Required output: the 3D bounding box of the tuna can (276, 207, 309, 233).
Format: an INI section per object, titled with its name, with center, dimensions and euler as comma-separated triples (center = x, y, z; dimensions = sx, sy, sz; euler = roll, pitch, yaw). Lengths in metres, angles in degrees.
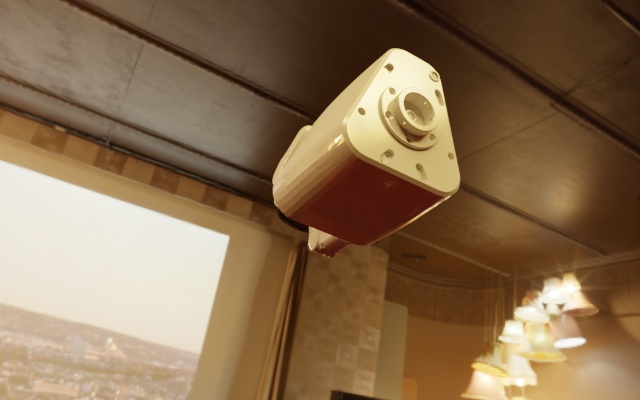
[tuna can]
center = 0.000, 0.001, 0.487
dimensions = 0.086, 0.033, 0.086
euler = 6, -30, 3
